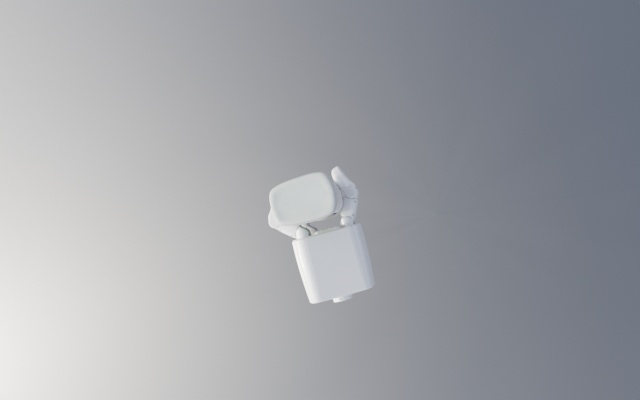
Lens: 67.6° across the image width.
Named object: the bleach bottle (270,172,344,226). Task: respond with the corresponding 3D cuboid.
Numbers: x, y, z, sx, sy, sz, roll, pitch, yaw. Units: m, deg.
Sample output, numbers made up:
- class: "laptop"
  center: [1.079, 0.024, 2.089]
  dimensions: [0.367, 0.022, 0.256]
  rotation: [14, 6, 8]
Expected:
- class: "bleach bottle"
  center: [0.000, 0.003, 0.805]
  dimensions: [0.102, 0.068, 0.251]
  rotation: [-16, -5, 13]
